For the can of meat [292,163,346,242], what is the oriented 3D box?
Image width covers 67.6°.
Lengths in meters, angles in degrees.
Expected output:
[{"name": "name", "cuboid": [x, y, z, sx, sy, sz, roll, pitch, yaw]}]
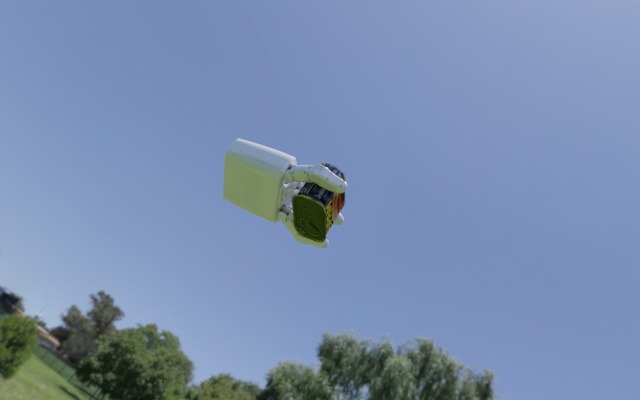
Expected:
[{"name": "can of meat", "cuboid": [0.000, 0.002, 0.768, 0.057, 0.084, 0.102, 20, -38, 18]}]
